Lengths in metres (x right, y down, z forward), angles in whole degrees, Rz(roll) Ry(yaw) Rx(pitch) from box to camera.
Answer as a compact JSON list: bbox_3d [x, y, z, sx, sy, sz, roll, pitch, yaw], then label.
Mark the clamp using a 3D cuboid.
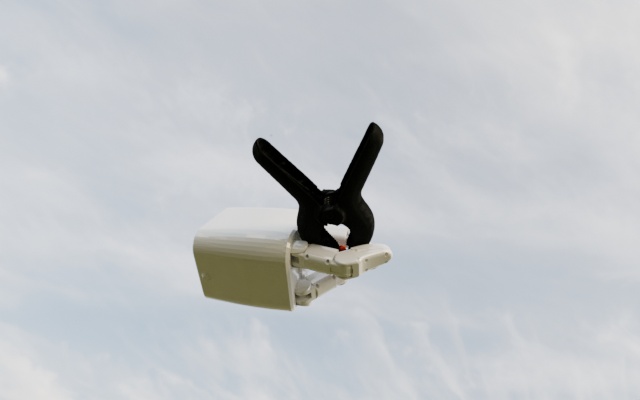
[{"bbox_3d":[0.000,0.001,0.471,0.120,0.172,0.039,4,35,11],"label":"clamp"}]
